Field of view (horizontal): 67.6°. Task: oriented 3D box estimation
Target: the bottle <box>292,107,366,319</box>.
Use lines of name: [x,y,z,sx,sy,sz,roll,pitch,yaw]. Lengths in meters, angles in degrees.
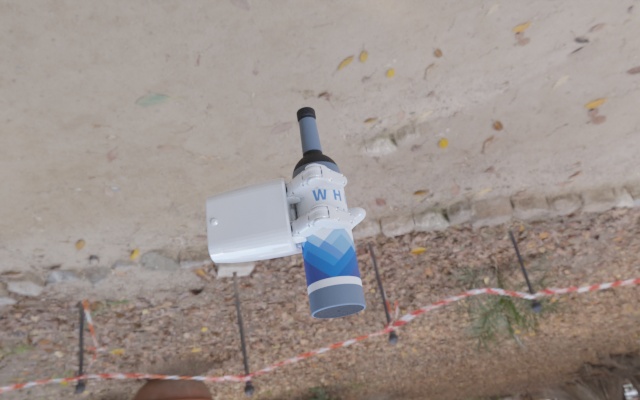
bottle: [0.000,0.002,0.634,0.069,0.295,0.069,-8,-25,-4]
